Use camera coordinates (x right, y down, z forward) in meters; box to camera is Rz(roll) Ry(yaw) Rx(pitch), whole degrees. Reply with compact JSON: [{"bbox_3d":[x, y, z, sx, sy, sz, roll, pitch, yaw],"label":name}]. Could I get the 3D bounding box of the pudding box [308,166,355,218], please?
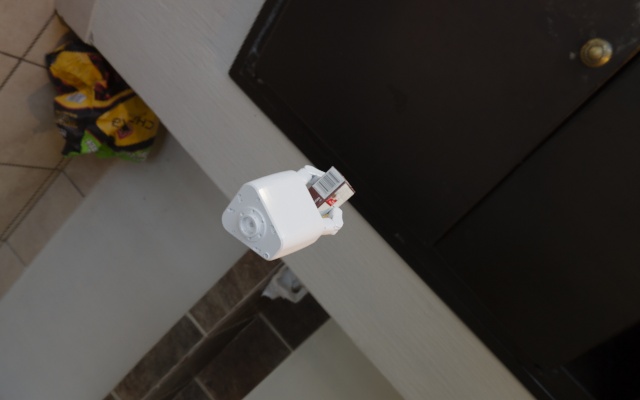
[{"bbox_3d":[0.000,0.003,0.799,0.113,0.039,0.090,-41,-16,3],"label":"pudding box"}]
